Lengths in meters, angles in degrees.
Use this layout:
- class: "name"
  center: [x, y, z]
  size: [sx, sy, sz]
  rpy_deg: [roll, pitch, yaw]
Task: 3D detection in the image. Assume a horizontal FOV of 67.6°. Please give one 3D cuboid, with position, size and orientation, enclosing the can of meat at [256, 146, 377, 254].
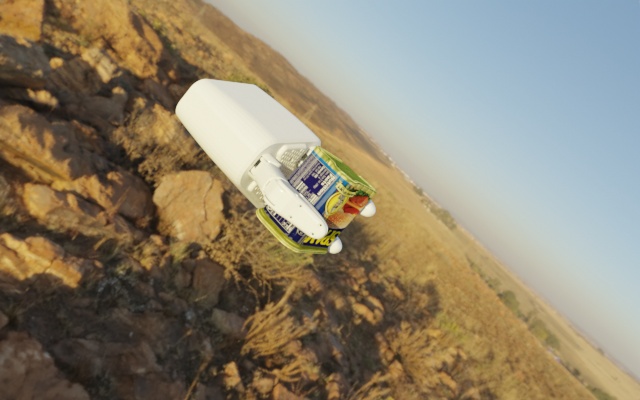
- class: "can of meat"
  center: [0.000, 0.001, 0.460]
  size: [0.057, 0.084, 0.102]
  rpy_deg: [45, 10, 21]
